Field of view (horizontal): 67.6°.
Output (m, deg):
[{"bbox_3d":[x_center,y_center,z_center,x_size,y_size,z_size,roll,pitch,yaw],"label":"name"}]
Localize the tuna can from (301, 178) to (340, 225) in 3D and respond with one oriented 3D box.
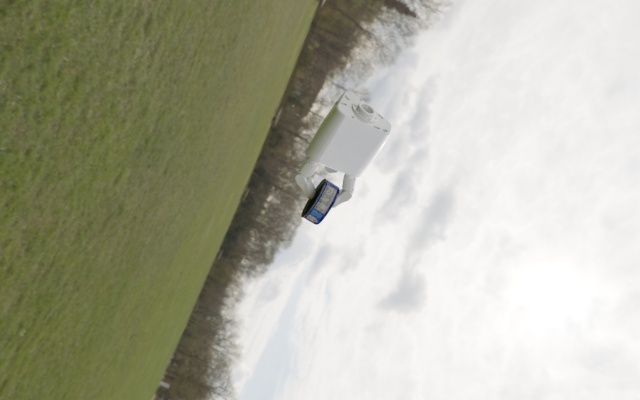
[{"bbox_3d":[0.001,0.003,0.899,0.034,0.086,0.086,32,-6,-10],"label":"tuna can"}]
